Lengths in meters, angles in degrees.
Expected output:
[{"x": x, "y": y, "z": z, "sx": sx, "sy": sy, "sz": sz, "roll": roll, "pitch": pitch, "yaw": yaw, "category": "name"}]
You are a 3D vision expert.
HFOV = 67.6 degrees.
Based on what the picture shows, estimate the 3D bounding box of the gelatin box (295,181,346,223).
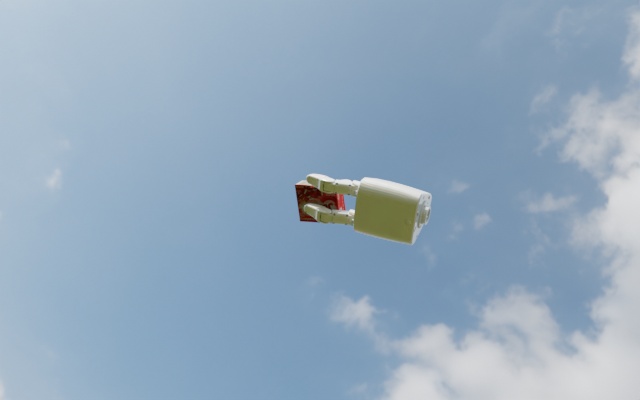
[{"x": 0.000, "y": 0.003, "z": 0.871, "sx": 0.089, "sy": 0.073, "sz": 0.030, "roll": 3, "pitch": 20, "yaw": 31, "category": "gelatin box"}]
